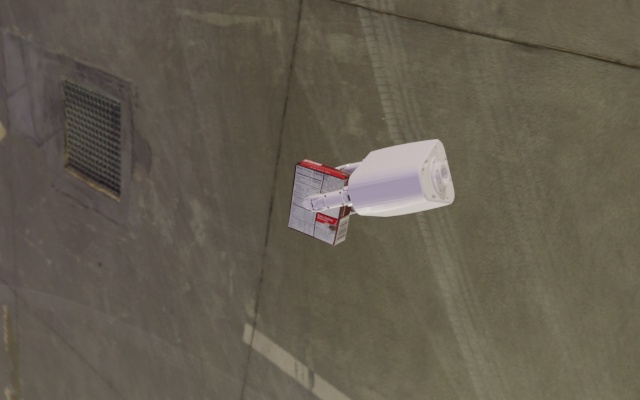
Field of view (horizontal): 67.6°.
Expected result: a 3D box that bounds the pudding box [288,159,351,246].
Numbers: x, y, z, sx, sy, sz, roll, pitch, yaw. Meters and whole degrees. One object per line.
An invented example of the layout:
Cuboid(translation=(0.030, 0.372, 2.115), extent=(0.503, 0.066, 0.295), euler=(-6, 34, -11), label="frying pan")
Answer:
Cuboid(translation=(0.000, 0.002, 0.732), extent=(0.090, 0.113, 0.039), euler=(21, 23, 26), label="pudding box")
